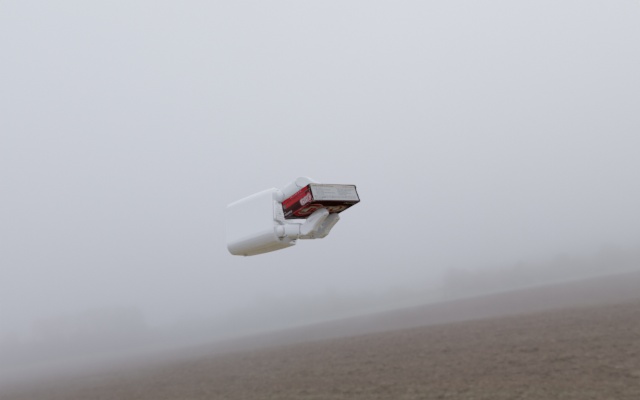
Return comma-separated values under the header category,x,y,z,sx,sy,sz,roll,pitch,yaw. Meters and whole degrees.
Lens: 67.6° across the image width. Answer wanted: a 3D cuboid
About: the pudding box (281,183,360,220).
category,x,y,z,sx,sy,sz,roll,pitch,yaw
pudding box,0.000,0.003,0.857,0.113,0.039,0.090,-2,-19,-40
